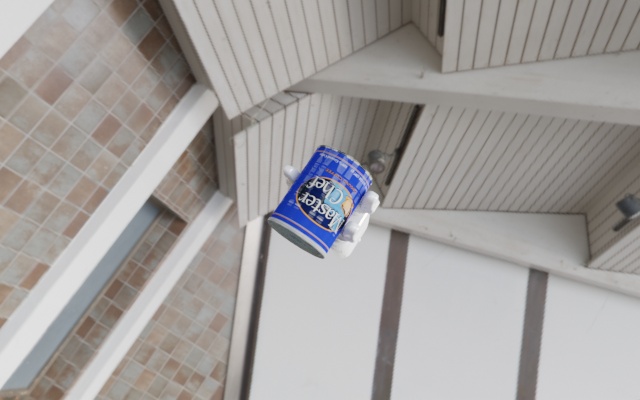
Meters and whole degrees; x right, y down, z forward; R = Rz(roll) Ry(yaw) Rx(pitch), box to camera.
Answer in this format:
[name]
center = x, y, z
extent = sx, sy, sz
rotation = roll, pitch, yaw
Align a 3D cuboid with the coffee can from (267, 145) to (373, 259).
[coffee can]
center = 0.000, 0.002, 0.725
extent = 0.103, 0.140, 0.103
rotation = 32, -13, 8
